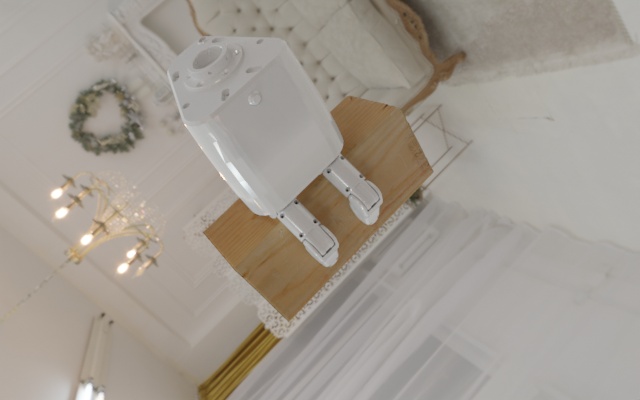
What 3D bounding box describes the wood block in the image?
[{"bbox_3d":[0.000,0.001,0.474,0.090,0.206,0.090,32,-17,53],"label":"wood block"}]
